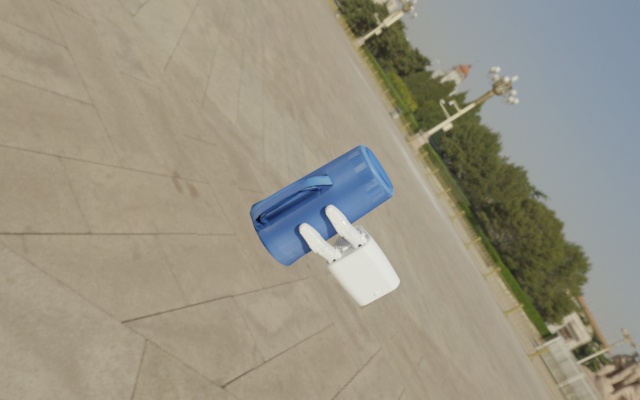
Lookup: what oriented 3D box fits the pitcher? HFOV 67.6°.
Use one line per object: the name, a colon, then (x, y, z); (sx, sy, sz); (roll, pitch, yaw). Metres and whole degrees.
pitcher: (0.000, 0.003, 0.854); (0.243, 0.145, 0.149); (-32, 15, 14)
